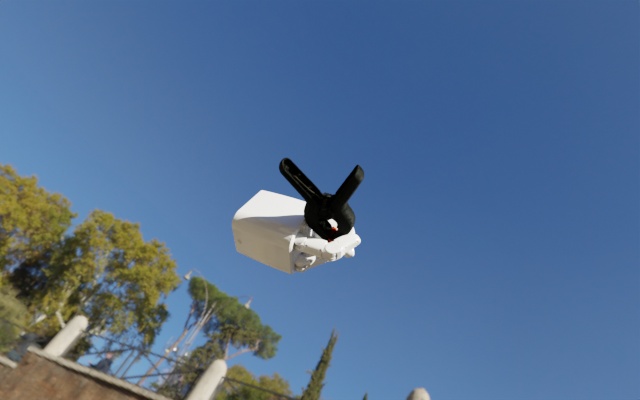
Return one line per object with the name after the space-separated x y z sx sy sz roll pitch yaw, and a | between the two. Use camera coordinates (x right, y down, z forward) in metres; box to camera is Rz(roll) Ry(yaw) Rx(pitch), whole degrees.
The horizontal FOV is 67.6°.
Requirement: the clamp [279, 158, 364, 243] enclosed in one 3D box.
0.000 0.002 0.702 0.120 0.172 0.039 18 49 15 | clamp
